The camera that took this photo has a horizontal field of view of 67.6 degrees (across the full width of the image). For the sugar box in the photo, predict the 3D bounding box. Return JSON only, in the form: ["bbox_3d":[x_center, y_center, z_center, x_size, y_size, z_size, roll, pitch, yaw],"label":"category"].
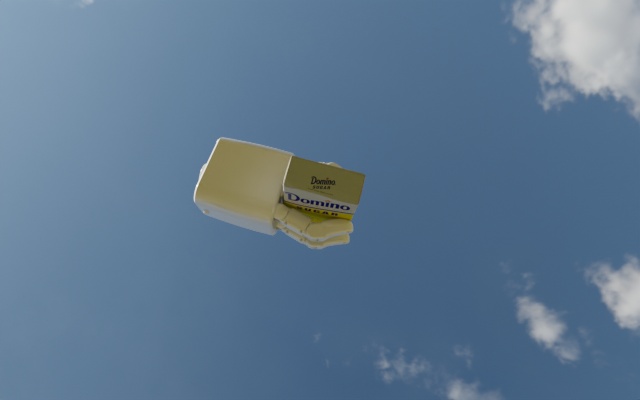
[{"bbox_3d":[0.000,0.003,0.633,0.093,0.048,0.176,14,-15,2],"label":"sugar box"}]
